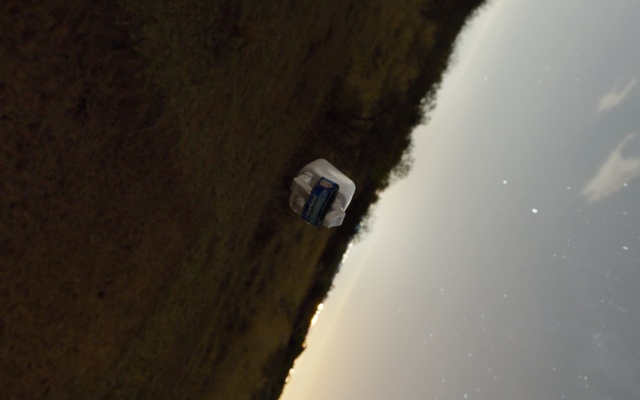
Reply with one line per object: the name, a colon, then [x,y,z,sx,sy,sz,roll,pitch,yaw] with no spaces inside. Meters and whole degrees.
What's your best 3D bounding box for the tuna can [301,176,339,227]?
tuna can: [0.001,0.003,0.843,0.034,0.086,0.086,27,5,10]
